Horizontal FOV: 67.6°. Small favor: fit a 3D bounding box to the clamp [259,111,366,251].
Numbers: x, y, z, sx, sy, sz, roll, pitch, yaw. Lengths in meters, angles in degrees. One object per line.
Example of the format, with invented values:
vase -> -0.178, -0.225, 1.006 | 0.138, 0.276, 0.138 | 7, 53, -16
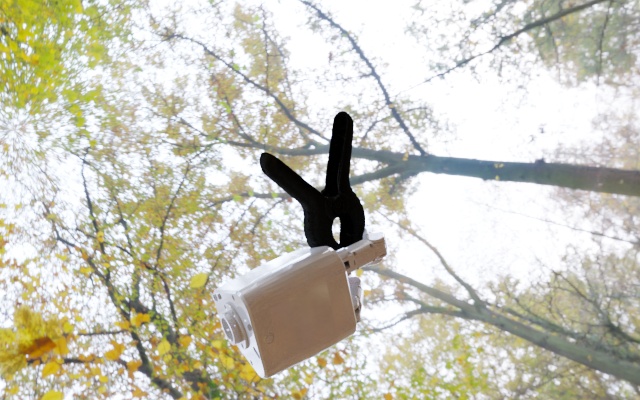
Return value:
clamp -> 0.000, 0.002, 0.505 | 0.120, 0.171, 0.039 | -21, 18, -29
